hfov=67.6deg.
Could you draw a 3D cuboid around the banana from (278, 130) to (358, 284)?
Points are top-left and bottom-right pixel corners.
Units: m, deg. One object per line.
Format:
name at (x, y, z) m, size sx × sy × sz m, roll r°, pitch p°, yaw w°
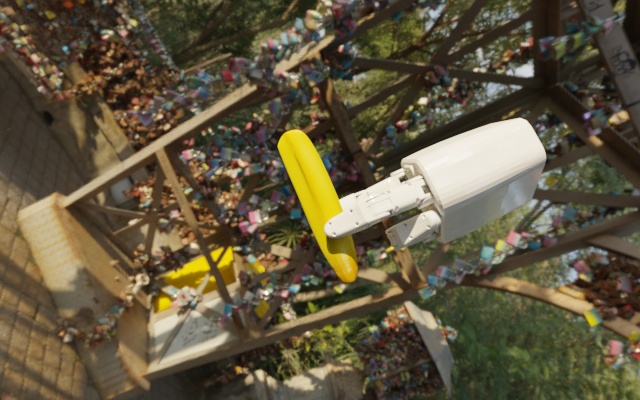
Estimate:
banana at (-0.006, -0.011, 0.484) m, size 0.037 × 0.197 × 0.070 m, roll -25°, pitch -36°, yaw 0°
